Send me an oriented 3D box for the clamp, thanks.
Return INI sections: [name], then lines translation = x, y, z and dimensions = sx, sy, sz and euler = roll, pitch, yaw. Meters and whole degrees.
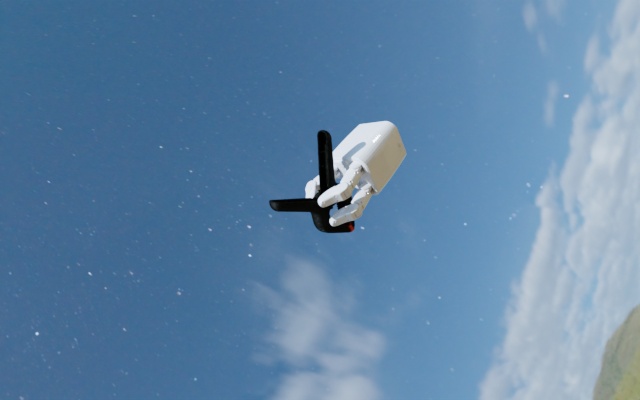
[clamp]
translation = 0.000, 0.003, 0.851
dimensions = 0.036, 0.164, 0.210
euler = 20, -29, 42
